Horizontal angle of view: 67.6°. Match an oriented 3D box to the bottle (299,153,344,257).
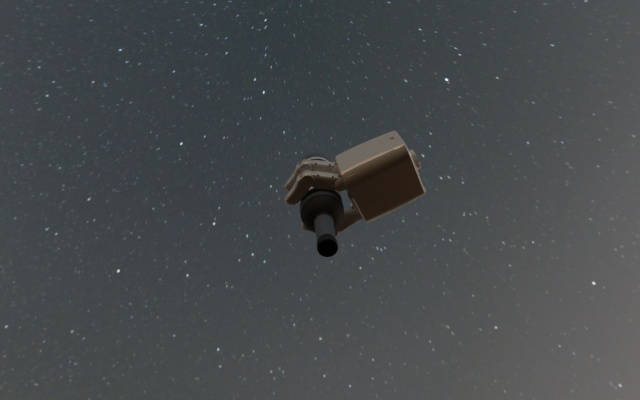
[{"bbox_3d":[0.000,0.002,0.751,0.069,0.069,0.295,0,24,-4],"label":"bottle"}]
